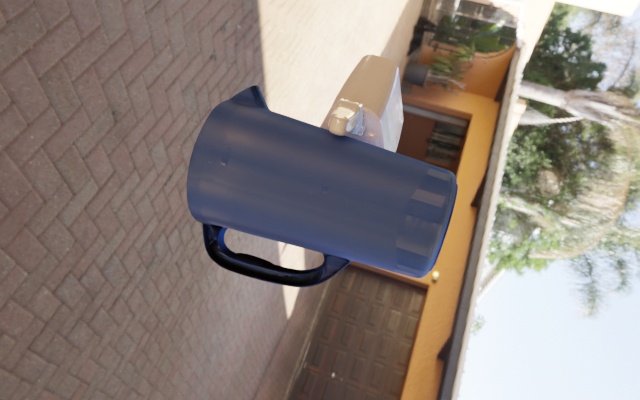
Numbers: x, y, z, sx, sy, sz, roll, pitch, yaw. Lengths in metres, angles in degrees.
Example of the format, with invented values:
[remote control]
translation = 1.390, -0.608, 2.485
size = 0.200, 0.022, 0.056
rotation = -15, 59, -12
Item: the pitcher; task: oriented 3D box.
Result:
[pitcher]
translation = 0.000, 0.001, 0.477
size = 0.243, 0.145, 0.149
rotation = 17, -40, 9
